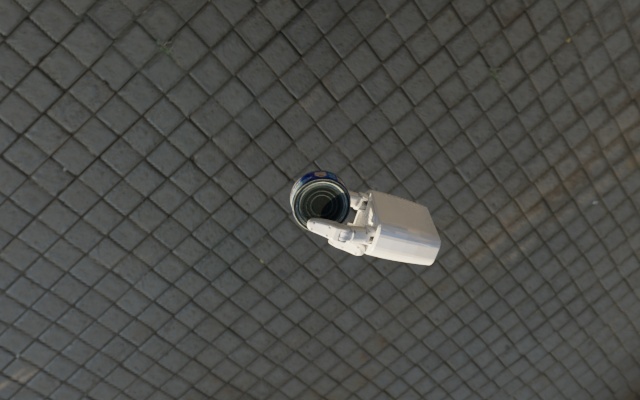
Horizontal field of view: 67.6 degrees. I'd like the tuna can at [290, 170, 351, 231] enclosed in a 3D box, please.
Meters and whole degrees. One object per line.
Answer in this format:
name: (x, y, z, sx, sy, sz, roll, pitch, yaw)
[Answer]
tuna can: (0.000, 0.002, 0.685, 0.086, 0.086, 0.033, 0, 22, -7)
